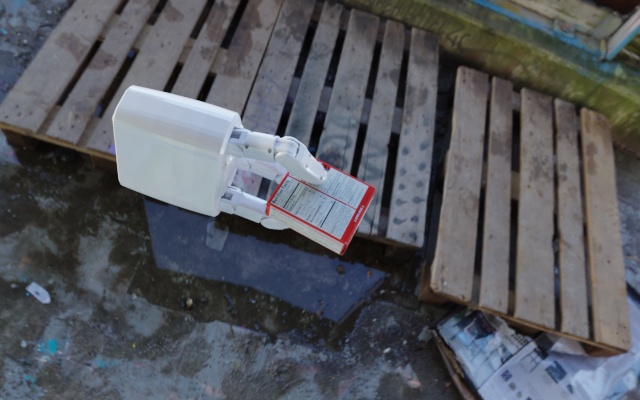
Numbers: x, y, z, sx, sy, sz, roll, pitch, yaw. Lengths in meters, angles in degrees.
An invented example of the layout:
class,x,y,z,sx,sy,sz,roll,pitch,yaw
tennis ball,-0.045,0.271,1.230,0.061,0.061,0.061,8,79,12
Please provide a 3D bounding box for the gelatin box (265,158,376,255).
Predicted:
class,x,y,z,sx,sy,sz,roll,pitch,yaw
gelatin box,0.000,0.001,0.479,0.089,0.073,0.030,27,-30,7
